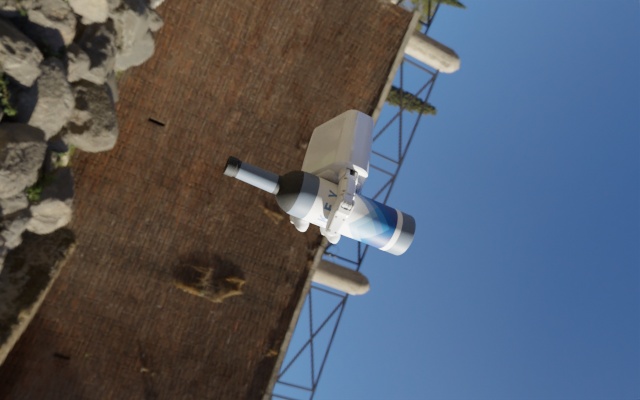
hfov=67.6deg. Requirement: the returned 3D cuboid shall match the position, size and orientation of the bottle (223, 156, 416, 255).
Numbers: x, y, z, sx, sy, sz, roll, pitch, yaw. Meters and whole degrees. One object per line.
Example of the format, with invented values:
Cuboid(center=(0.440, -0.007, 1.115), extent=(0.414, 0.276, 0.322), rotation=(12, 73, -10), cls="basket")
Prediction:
Cuboid(center=(0.000, 0.002, 0.706), extent=(0.296, 0.069, 0.069), rotation=(22, -7, -18), cls="bottle")
